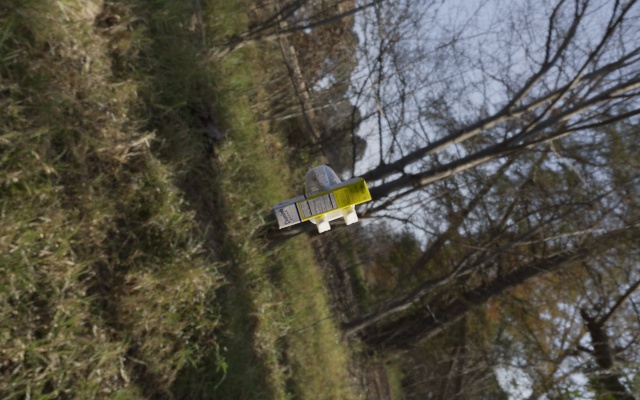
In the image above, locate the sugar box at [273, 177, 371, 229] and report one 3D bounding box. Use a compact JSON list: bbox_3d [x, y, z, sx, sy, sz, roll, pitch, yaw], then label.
[{"bbox_3d":[0.000,0.003,0.899,0.176,0.048,0.093,-20,5,-1],"label":"sugar box"}]
